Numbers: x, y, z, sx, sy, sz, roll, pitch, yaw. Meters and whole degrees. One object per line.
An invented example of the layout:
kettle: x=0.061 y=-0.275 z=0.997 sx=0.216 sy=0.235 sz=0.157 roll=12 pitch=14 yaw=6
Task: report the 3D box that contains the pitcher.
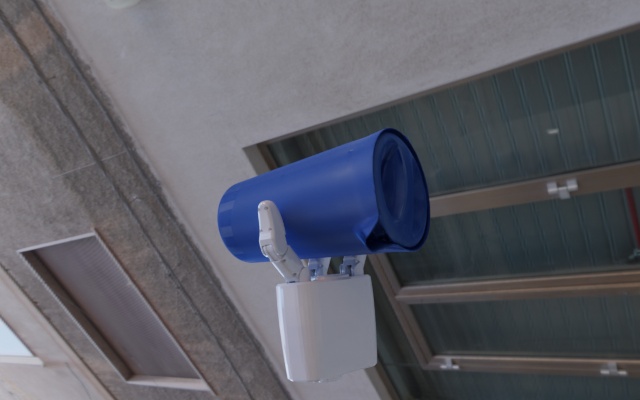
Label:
pitcher: x=0.000 y=0.002 z=0.574 sx=0.243 sy=0.145 sz=0.149 roll=-12 pitch=-9 yaw=34
